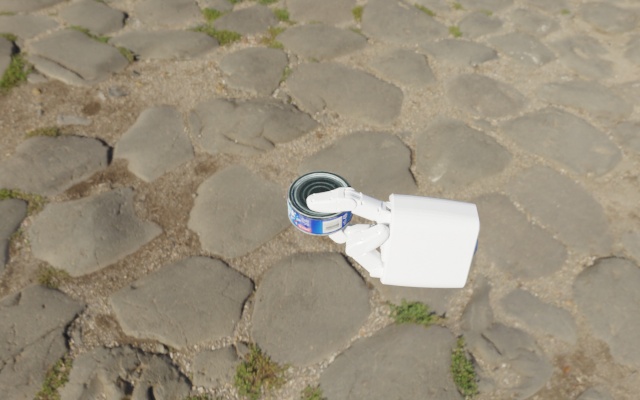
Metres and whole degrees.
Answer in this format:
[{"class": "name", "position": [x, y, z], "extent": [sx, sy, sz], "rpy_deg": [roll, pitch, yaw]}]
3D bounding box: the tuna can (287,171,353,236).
[{"class": "tuna can", "position": [0.000, 0.002, 0.612], "extent": [0.086, 0.086, 0.034], "rpy_deg": [0, -42, 1]}]
